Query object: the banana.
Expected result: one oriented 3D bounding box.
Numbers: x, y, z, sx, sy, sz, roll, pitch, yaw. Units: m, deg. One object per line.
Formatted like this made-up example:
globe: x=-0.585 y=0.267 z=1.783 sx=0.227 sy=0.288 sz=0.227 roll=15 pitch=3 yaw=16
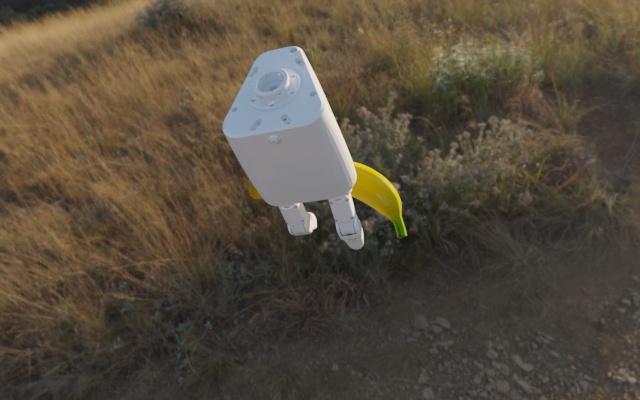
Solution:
banana: x=0.008 y=-0.015 z=0.544 sx=0.198 sy=0.069 sz=0.037 roll=15 pitch=-4 yaw=22
